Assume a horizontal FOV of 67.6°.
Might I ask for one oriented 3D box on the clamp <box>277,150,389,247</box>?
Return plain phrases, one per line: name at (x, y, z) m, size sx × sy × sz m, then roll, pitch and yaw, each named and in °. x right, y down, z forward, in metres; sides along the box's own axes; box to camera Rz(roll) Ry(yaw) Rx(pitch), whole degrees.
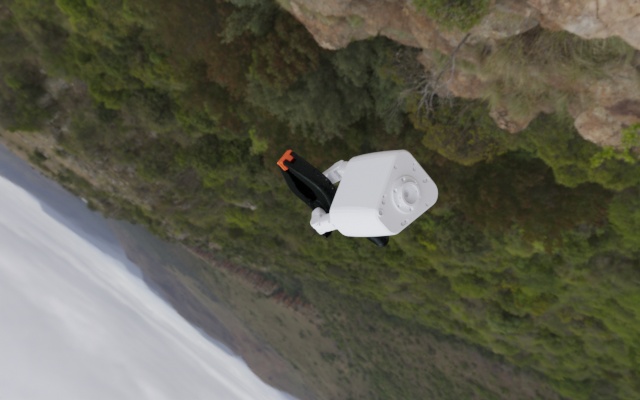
clamp at (-0.001, 0.003, 0.789) m, size 0.210 × 0.036 × 0.164 m, roll 45°, pitch -24°, yaw -21°
